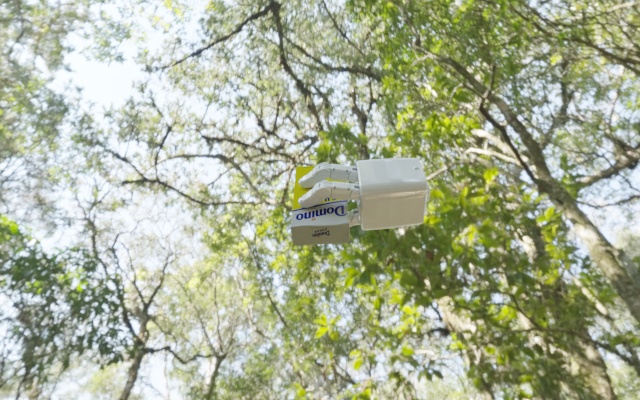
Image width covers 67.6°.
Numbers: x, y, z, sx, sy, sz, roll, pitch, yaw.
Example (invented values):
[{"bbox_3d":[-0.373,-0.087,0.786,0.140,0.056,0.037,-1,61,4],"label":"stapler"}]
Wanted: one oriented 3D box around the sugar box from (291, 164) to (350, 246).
[{"bbox_3d":[0.000,0.002,0.813,0.093,0.048,0.176,-4,34,2],"label":"sugar box"}]
